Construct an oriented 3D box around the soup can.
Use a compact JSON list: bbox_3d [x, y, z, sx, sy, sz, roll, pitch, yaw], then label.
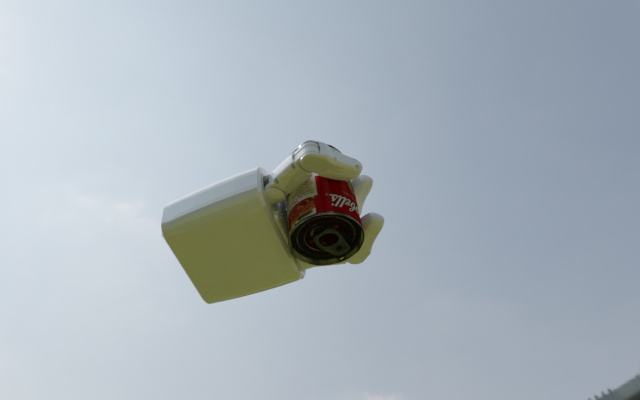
[{"bbox_3d":[0.000,0.001,0.456,0.068,0.069,0.102,0,43,-8],"label":"soup can"}]
